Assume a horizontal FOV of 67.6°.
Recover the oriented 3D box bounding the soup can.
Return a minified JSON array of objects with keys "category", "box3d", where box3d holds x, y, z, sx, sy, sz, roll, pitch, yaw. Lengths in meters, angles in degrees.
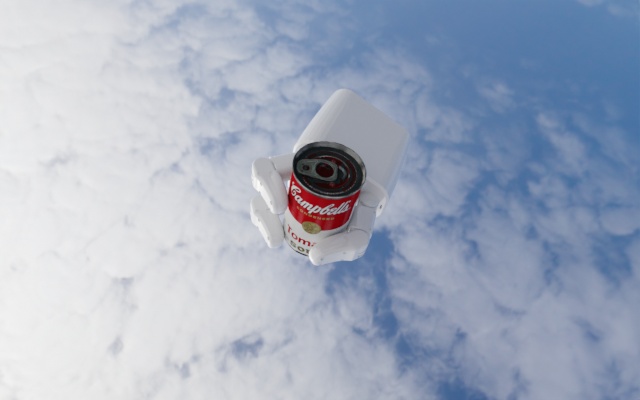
[{"category":"soup can","box3d":[0.000,0.002,0.465,0.068,0.068,0.102,0,-38,-12]}]
